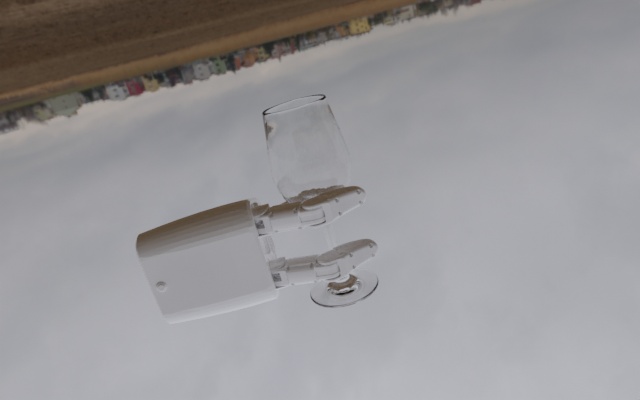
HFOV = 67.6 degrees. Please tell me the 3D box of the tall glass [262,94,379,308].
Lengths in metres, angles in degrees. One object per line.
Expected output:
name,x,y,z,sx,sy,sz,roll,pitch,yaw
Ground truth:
tall glass,0.000,0.002,0.473,0.079,0.201,0.079,-13,19,5
